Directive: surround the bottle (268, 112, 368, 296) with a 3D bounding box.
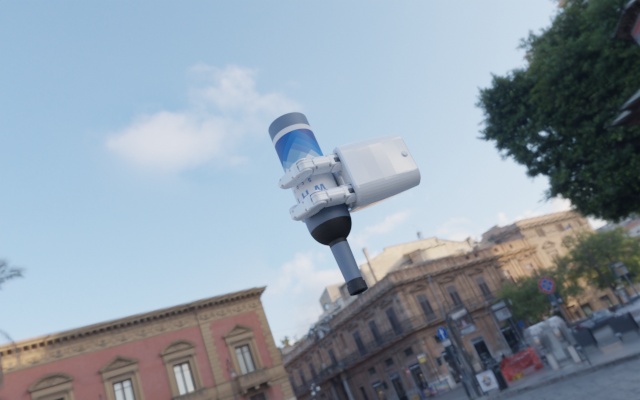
[{"bbox_3d":[0.000,0.002,0.718,0.069,0.295,0.069,-20,-23,-9],"label":"bottle"}]
